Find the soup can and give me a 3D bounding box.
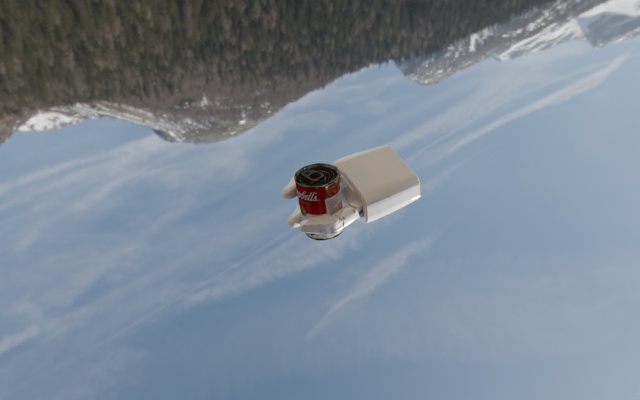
[{"bbox_3d":[0.000,0.003,0.741,0.068,0.102,0.068,-6,34,4],"label":"soup can"}]
